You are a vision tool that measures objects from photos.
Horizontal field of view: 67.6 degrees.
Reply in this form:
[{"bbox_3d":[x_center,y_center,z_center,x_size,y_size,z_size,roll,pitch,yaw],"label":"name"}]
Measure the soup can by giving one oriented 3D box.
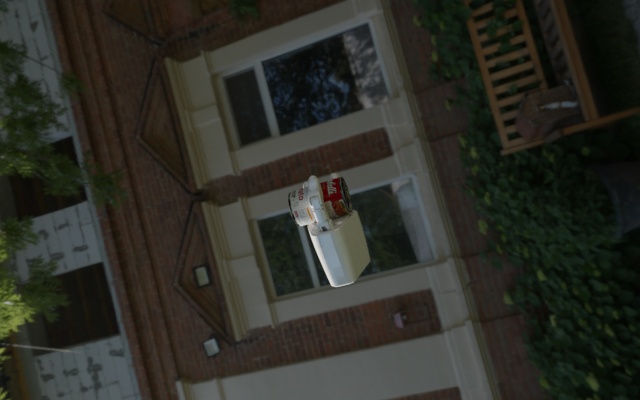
[{"bbox_3d":[0.000,0.003,0.871,0.102,0.068,0.068,-16,-4,13],"label":"soup can"}]
